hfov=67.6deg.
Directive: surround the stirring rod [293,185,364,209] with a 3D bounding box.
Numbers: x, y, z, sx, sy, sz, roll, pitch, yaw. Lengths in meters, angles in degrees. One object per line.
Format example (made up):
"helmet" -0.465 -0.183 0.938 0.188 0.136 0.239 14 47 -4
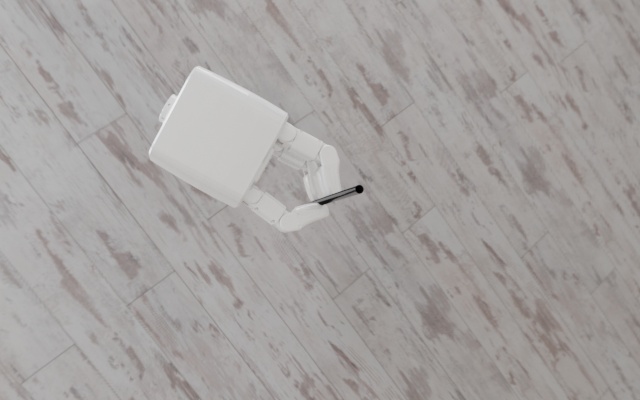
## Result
"stirring rod" 0.000 0.002 0.533 0.011 0.011 0.239 0 -6 -17
